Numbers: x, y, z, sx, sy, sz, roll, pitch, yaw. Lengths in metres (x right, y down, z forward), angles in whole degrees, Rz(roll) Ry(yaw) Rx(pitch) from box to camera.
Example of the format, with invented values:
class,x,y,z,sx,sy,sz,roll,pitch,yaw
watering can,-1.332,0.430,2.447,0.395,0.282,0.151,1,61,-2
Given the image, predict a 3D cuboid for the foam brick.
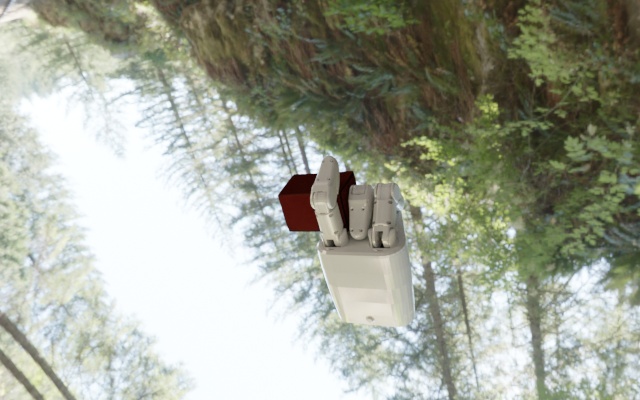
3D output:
class,x,y,z,sx,sy,sz,roll,pitch,yaw
foam brick,0.000,0.002,0.547,0.078,0.051,0.053,-1,30,25
